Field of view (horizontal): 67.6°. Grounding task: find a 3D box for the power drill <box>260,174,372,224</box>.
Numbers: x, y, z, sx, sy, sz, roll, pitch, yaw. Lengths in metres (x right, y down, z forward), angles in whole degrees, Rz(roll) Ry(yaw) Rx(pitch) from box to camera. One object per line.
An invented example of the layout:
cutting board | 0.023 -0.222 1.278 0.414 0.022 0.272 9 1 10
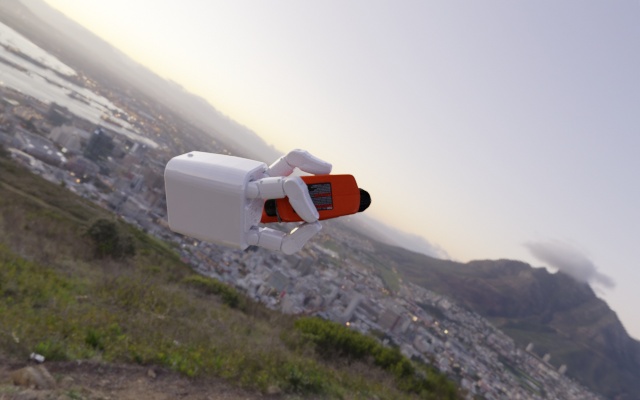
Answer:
power drill | 0.000 0.002 0.682 0.184 0.057 0.187 -7 -5 -9
